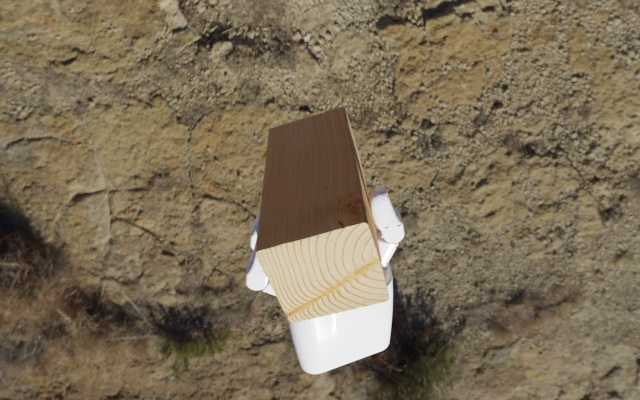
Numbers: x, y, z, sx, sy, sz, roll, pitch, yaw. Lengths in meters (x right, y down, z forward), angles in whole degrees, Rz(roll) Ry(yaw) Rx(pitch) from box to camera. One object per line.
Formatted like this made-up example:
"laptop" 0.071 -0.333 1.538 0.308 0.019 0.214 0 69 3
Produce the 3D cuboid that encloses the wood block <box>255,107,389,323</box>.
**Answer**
"wood block" 0.000 0.002 0.462 0.091 0.090 0.206 -15 35 7
